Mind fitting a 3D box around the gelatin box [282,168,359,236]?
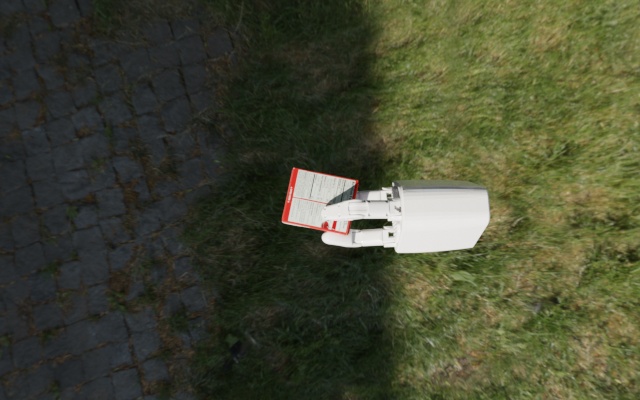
[{"bbox_3d":[0.000,0.002,0.625,0.089,0.073,0.030,11,-5,1],"label":"gelatin box"}]
